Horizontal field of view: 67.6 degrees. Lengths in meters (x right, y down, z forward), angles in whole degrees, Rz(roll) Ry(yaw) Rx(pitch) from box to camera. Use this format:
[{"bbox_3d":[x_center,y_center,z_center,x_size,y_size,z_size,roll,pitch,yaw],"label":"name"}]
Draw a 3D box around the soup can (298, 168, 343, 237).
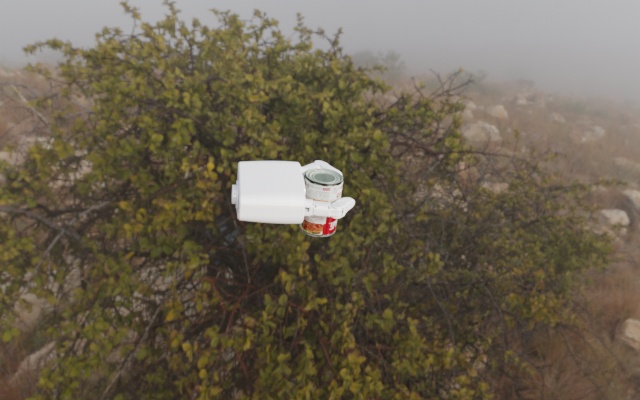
[{"bbox_3d":[0.001,0.003,0.831,0.068,0.102,0.068,6,27,-3],"label":"soup can"}]
